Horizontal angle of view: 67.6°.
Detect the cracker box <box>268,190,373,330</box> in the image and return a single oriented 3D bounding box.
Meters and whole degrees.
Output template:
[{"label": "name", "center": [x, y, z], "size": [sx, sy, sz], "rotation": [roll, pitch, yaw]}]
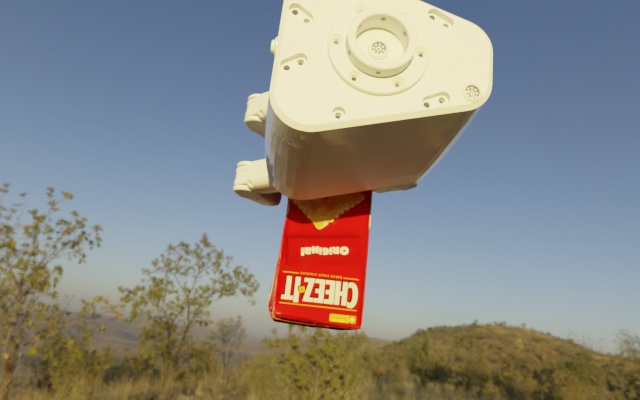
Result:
[{"label": "cracker box", "center": [0.000, 0.001, 0.421], "size": [0.072, 0.213, 0.164], "rotation": [7, -16, -2]}]
